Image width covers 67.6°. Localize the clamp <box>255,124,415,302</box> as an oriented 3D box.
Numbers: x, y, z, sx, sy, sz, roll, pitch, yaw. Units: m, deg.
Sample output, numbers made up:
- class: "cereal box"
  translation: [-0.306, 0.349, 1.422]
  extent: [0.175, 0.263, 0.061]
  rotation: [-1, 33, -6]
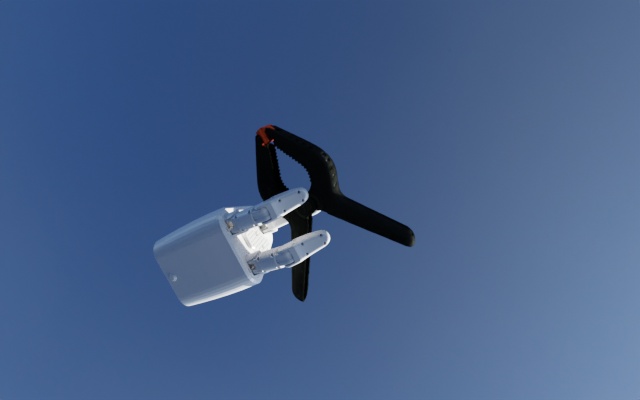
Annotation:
- class: "clamp"
  translation: [0.000, 0.001, 0.548]
  extent: [0.164, 0.210, 0.036]
  rotation: [-23, 10, 16]
